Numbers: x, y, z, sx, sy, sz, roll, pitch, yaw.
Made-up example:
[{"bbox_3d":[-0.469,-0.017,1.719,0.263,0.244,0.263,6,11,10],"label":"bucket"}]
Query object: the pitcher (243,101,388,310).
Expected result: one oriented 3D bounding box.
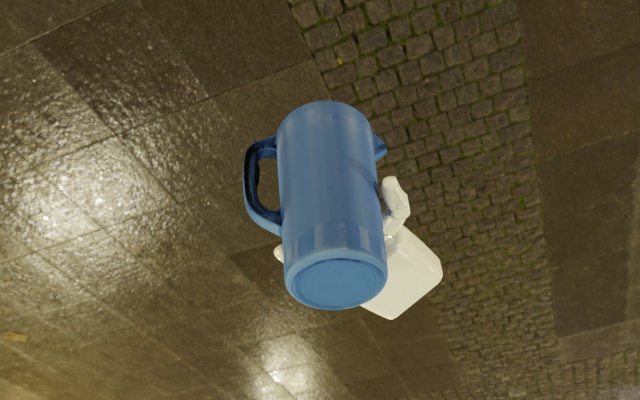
[{"bbox_3d":[0.000,0.002,0.571,0.149,0.242,0.145,-33,-51,26],"label":"pitcher"}]
